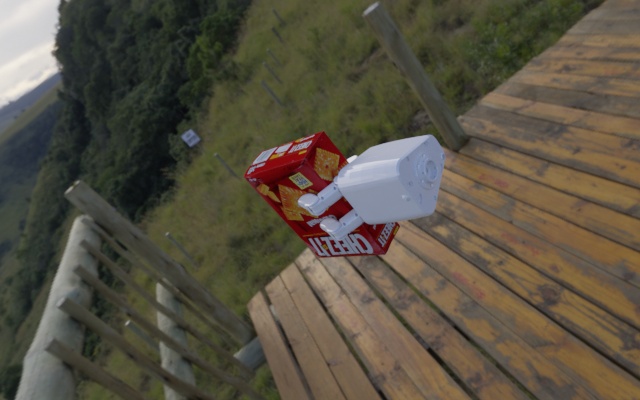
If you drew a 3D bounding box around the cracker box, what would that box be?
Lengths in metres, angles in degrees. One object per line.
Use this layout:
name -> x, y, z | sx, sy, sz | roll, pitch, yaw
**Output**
cracker box -> 0.000, 0.002, 0.776 | 0.164, 0.072, 0.214 | -10, -51, 48
